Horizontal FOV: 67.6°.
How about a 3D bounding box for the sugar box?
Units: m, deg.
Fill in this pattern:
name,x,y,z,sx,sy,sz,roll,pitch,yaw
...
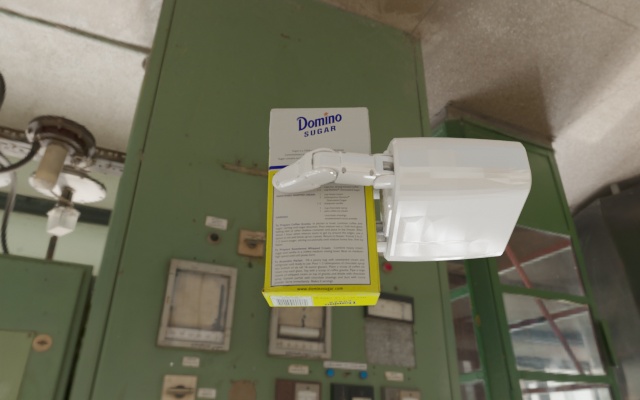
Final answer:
name,x,y,z,sx,sy,sz,roll,pitch,yaw
sugar box,0.000,0.002,0.421,0.093,0.176,0.048,0,-27,1
